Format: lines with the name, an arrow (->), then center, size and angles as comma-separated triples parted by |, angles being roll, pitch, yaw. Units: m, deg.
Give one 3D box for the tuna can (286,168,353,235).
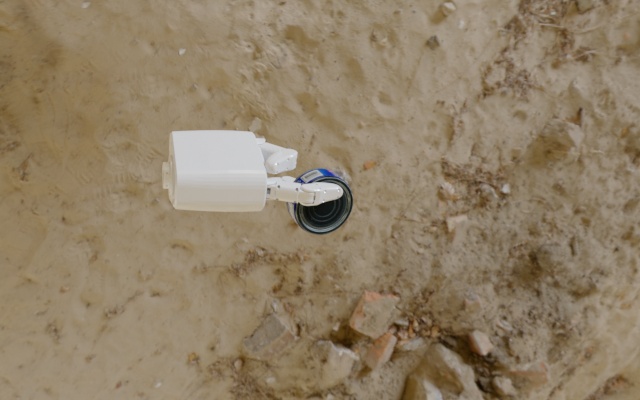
tuna can -> 0.000, 0.002, 0.637 | 0.086, 0.086, 0.033 | 0, 22, -25
